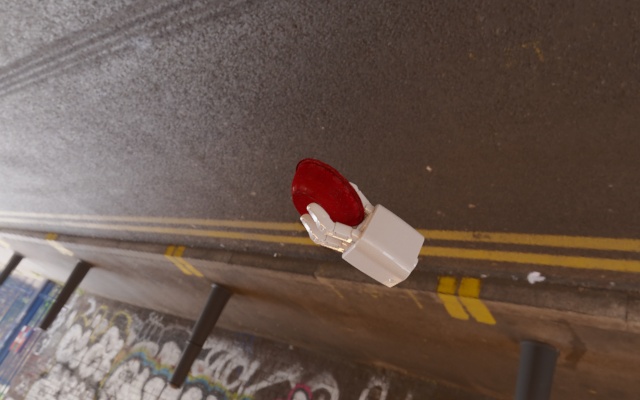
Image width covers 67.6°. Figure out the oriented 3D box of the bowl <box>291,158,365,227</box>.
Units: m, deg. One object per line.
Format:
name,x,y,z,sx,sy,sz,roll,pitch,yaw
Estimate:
bowl,-0.001,0.002,0.869,0.055,0.162,0.162,-45,24,-26
